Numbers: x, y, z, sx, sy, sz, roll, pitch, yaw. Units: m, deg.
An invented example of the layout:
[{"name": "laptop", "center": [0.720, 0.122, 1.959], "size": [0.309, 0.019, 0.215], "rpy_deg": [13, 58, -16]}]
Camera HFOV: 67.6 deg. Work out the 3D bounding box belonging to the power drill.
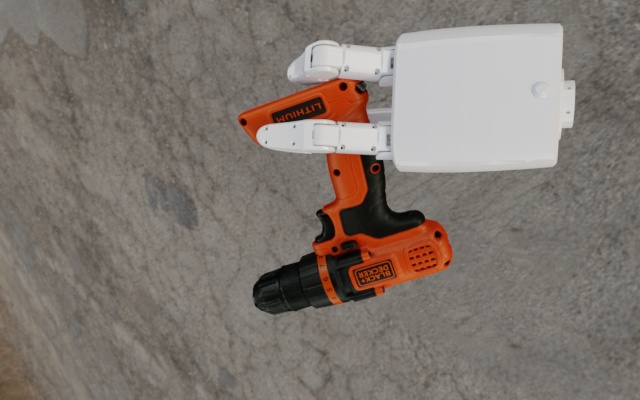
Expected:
[{"name": "power drill", "center": [0.000, 0.001, 0.409], "size": [0.184, 0.188, 0.057], "rpy_deg": [-19, 15, 11]}]
